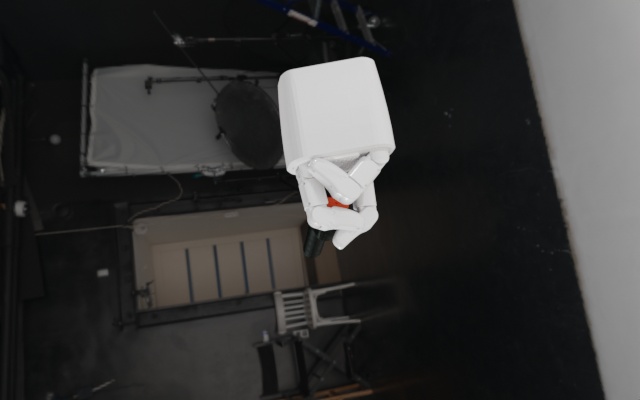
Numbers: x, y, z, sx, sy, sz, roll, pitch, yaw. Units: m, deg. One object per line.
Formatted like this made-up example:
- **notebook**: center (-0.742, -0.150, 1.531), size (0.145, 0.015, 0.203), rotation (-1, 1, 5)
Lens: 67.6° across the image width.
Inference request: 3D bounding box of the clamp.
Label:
- **clamp**: center (0.000, 0.002, 0.596), size (0.039, 0.120, 0.171), rotation (-5, -14, -15)
